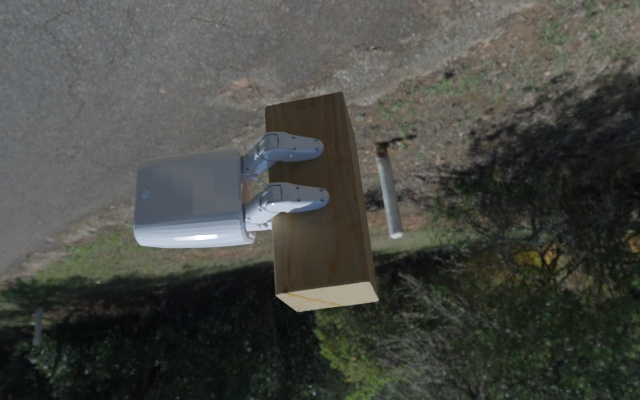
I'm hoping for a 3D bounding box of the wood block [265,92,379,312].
[{"bbox_3d":[0.000,0.002,0.505,0.090,0.206,0.091,-9,-24,8],"label":"wood block"}]
